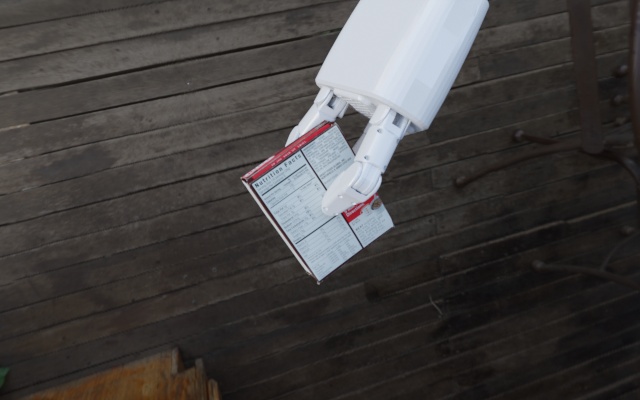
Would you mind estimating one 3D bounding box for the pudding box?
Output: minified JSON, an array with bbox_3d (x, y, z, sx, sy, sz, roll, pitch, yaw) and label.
[{"bbox_3d":[0.000,0.001,0.413,0.090,0.113,0.039,-35,18,-7],"label":"pudding box"}]
